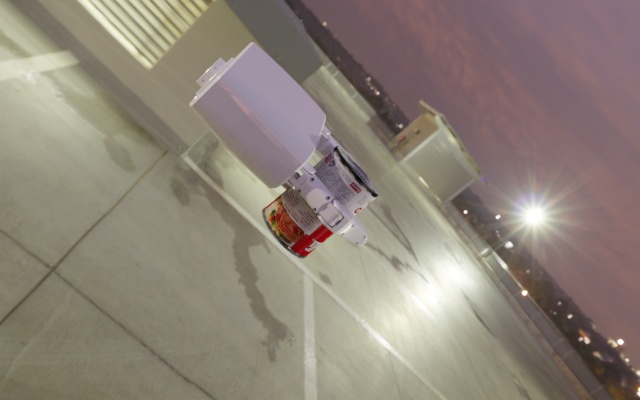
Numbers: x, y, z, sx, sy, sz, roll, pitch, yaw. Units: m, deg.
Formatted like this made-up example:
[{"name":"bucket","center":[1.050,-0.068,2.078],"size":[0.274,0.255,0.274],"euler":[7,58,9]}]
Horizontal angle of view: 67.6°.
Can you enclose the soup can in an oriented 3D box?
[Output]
[{"name":"soup can","center":[0.001,0.002,0.487],"size":[0.102,0.068,0.068],"euler":[-41,-10,12]}]
